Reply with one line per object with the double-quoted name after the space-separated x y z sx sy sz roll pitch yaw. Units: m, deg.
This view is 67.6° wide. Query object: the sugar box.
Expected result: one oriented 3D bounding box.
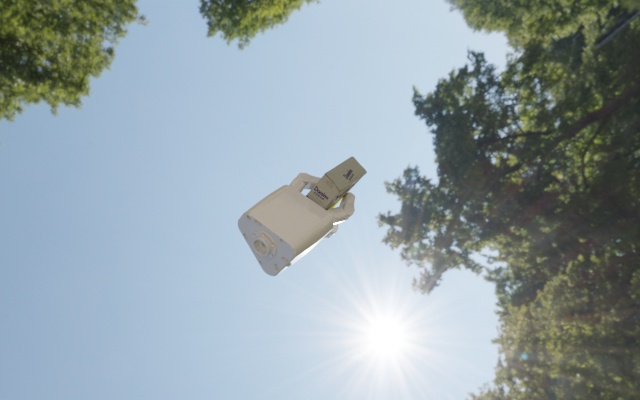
0.000 0.003 0.845 0.093 0.048 0.176 -35 -7 -48 "sugar box"
